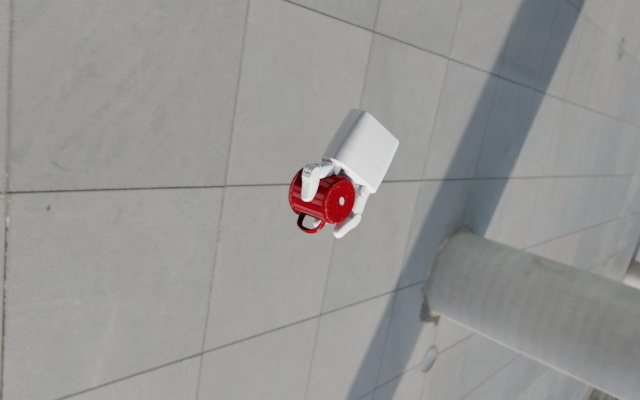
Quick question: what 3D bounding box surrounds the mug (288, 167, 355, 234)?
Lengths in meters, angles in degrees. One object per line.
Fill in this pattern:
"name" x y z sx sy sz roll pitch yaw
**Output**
"mug" 0.000 0.004 0.820 0.081 0.117 0.093 19 -13 40
